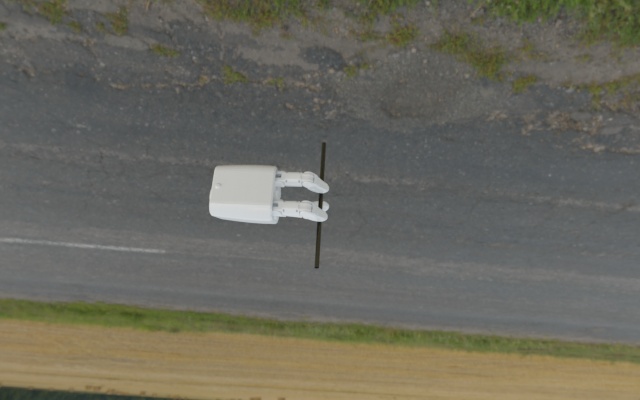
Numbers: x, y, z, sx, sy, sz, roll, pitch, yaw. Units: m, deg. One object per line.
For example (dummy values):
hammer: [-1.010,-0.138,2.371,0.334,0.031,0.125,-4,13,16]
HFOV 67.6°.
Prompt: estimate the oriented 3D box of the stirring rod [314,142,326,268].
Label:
stirring rod: [0.000,0.003,0.848,0.011,0.239,0.011,3,-23,1]
